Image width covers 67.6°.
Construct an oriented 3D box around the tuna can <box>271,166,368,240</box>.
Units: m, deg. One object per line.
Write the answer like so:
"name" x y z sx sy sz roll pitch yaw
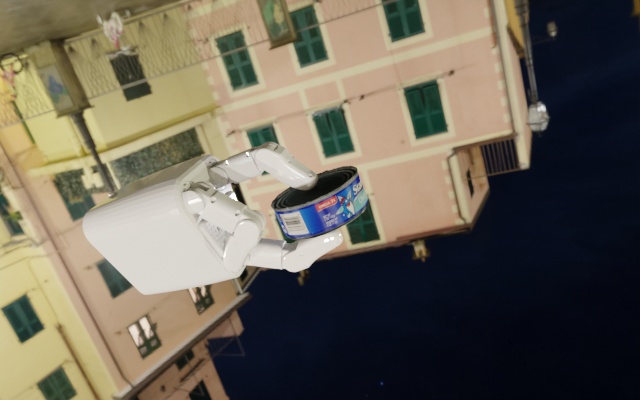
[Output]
"tuna can" 0.000 0.002 0.440 0.086 0.034 0.086 -22 16 7
